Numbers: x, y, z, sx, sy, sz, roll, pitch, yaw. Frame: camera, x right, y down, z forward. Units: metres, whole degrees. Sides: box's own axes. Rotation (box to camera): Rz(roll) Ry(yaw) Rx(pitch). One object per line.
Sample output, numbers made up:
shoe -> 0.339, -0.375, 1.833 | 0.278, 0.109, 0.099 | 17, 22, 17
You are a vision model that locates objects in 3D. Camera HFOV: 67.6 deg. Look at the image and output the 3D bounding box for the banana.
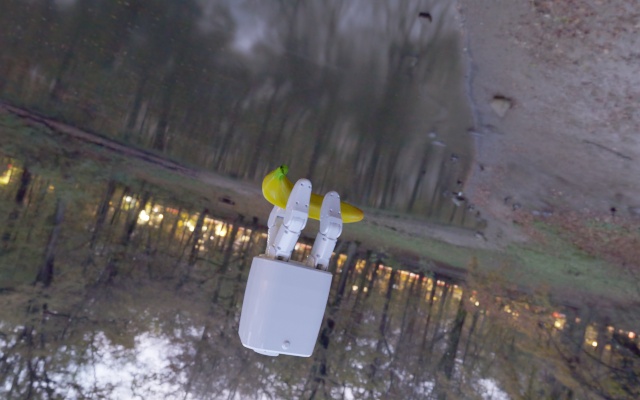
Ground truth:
banana -> -0.017, 0.001, 0.641 | 0.069, 0.037, 0.198 | 2, -14, 35
